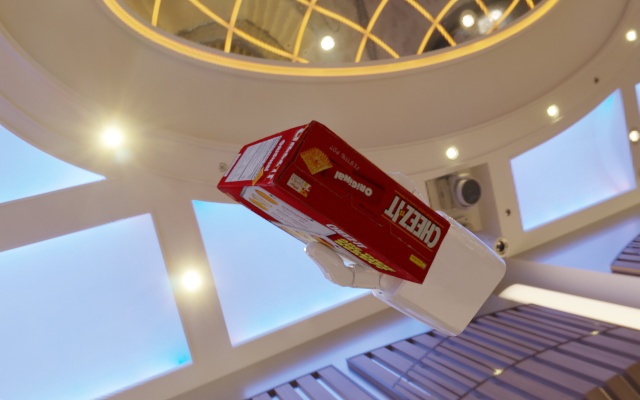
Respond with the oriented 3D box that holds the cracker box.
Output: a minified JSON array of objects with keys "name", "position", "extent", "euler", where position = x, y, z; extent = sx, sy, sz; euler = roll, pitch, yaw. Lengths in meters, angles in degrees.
[{"name":"cracker box","position":[0.000,0.002,0.488],"extent":[0.164,0.072,0.213],"euler":[34,-13,-20]}]
